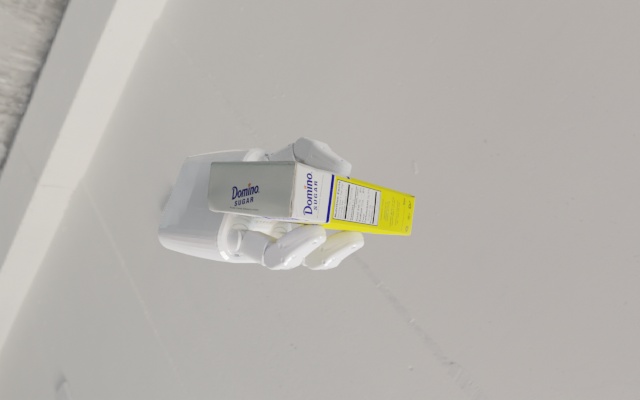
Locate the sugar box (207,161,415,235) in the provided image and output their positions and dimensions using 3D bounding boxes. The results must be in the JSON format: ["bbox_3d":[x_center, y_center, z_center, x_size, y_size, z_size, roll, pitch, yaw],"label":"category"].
[{"bbox_3d":[0.000,0.002,0.414,0.093,0.048,0.176,3,-2,39],"label":"sugar box"}]
